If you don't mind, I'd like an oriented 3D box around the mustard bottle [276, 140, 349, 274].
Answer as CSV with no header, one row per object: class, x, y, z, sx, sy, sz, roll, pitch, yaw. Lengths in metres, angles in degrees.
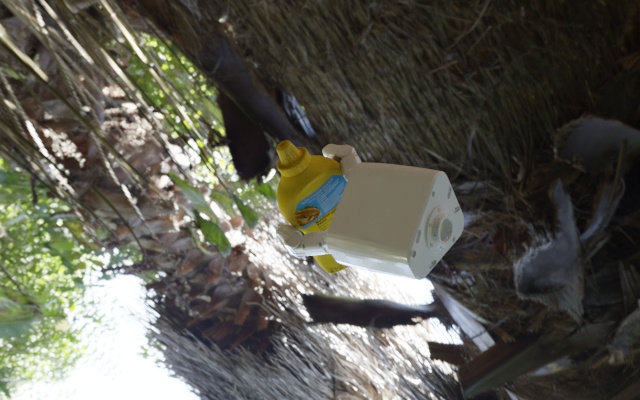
mustard bottle,0.000,0.002,0.600,0.096,0.192,0.058,-39,36,-7
